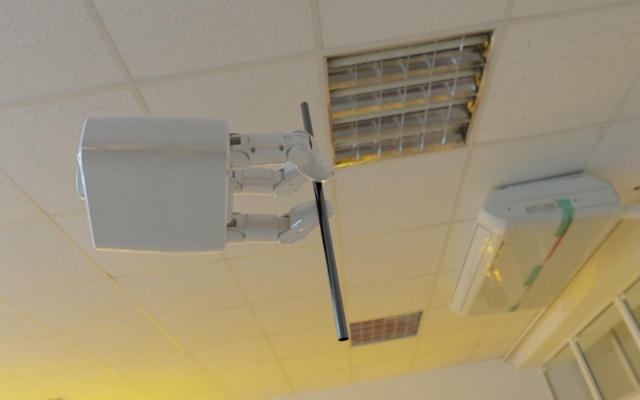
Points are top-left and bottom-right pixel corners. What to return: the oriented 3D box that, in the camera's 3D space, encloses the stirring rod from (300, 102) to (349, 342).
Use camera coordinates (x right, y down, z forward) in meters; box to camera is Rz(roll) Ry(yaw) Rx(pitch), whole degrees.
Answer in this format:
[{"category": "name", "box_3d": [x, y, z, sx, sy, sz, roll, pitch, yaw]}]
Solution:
[{"category": "stirring rod", "box_3d": [0.000, 0.001, 0.405, 0.011, 0.239, 0.011, -6, -36, -5]}]
